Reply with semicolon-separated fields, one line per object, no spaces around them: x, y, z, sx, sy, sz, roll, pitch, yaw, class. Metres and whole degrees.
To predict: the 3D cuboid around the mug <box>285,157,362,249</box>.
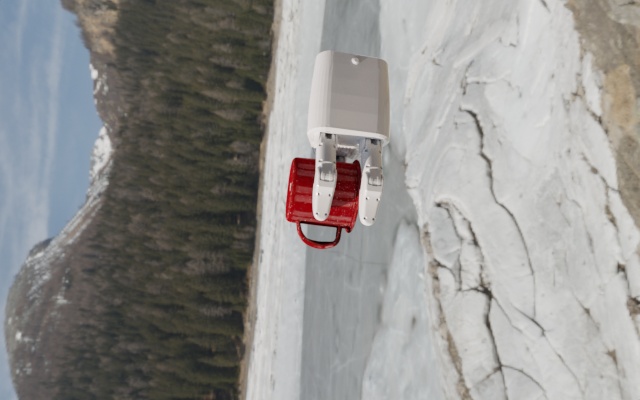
0.000;0.003;0.589;0.081;0.117;0.093;6;-16;-7;mug
